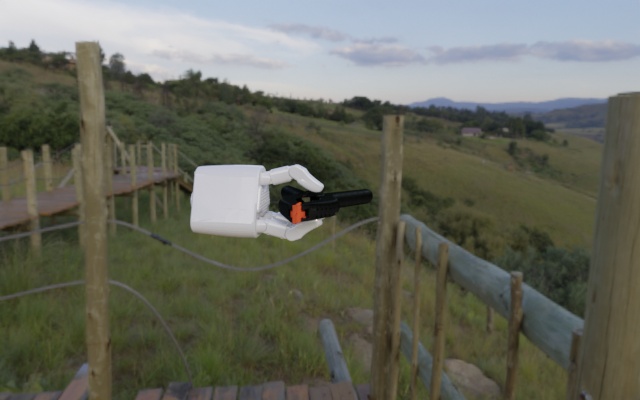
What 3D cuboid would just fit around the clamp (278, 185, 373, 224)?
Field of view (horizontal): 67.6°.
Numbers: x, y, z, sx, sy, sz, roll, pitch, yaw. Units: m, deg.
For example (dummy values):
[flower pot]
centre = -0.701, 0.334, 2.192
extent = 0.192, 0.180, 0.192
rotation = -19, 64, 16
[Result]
[clamp]
centre = 0.000, 0.002, 0.762
extent = 0.164, 0.036, 0.210
rotation = 1, 9, 7
